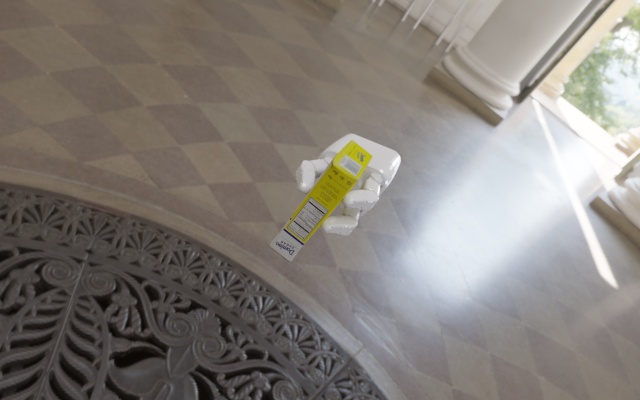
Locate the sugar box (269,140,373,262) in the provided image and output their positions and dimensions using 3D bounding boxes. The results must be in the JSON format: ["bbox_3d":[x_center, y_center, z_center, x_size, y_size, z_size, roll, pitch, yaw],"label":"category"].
[{"bbox_3d":[0.001,0.002,0.688,0.048,0.176,0.093,36,32,1],"label":"sugar box"}]
